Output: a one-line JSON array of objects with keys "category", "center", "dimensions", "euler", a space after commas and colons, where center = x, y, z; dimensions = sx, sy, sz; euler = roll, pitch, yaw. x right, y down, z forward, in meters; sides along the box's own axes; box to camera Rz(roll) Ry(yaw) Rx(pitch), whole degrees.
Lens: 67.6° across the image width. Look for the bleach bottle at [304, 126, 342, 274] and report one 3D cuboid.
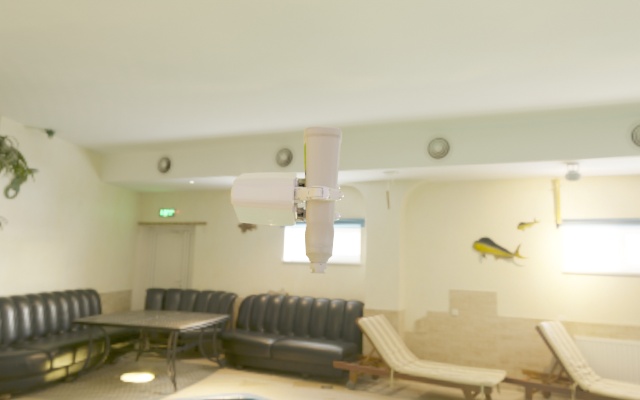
[{"category": "bleach bottle", "center": [0.000, 0.003, 0.847], "dimensions": [0.068, 0.251, 0.102], "euler": [2, -7, -1]}]
